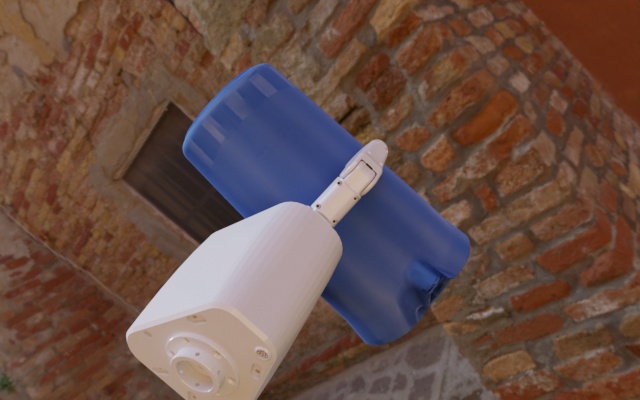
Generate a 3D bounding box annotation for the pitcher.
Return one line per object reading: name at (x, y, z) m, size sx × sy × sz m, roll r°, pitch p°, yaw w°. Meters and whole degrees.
pitcher at (0.000, 0.001, 0.433) m, size 0.149 × 0.243 × 0.145 m, roll -41°, pitch 8°, yaw 37°
